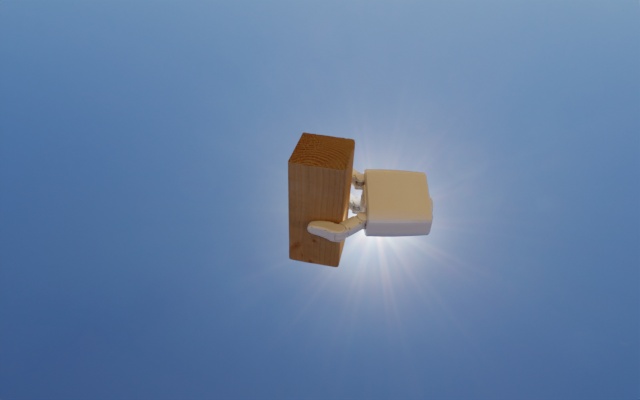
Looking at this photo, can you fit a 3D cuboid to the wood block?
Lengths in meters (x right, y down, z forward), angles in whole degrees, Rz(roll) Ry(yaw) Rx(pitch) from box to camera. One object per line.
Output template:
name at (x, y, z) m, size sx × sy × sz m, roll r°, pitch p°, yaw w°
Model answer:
wood block at (0.000, 0.003, 0.795) m, size 0.090 × 0.206 × 0.090 m, roll 9°, pitch 39°, yaw 9°
